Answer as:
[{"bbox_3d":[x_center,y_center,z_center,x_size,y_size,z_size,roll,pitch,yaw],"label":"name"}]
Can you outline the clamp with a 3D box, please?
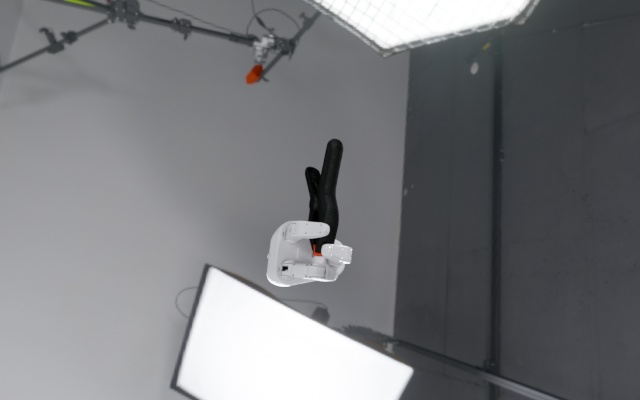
[{"bbox_3d":[0.001,0.003,0.727,0.039,0.171,0.120,9,-13,-13],"label":"clamp"}]
